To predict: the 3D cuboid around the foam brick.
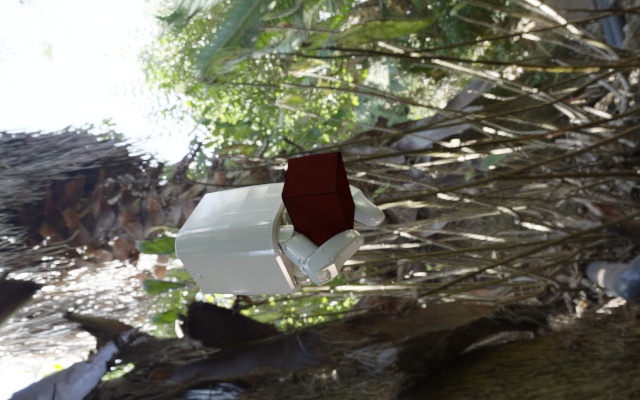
[{"bbox_3d":[0.000,0.001,0.451,0.051,0.053,0.078,-4,-43,14],"label":"foam brick"}]
